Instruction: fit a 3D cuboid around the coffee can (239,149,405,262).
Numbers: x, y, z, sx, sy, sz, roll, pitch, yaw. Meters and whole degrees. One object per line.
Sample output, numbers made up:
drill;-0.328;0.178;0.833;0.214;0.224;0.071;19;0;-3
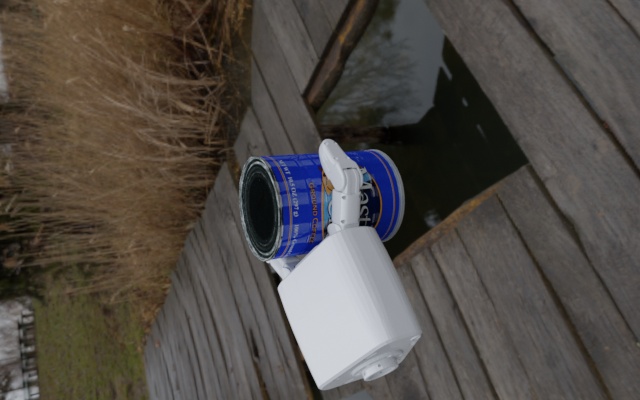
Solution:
coffee can;0.000;0.001;0.492;0.140;0.103;0.103;-6;3;-29
